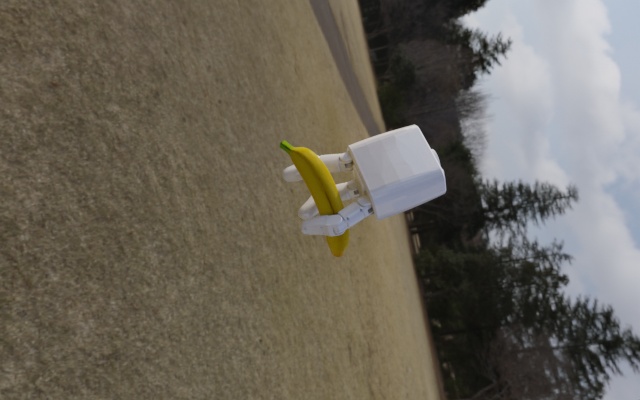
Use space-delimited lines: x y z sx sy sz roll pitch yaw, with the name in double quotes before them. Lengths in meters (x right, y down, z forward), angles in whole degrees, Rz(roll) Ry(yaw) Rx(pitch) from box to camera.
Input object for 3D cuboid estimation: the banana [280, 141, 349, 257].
"banana" 0.006 0.003 0.673 0.037 0.198 0.069 -29 20 -15
